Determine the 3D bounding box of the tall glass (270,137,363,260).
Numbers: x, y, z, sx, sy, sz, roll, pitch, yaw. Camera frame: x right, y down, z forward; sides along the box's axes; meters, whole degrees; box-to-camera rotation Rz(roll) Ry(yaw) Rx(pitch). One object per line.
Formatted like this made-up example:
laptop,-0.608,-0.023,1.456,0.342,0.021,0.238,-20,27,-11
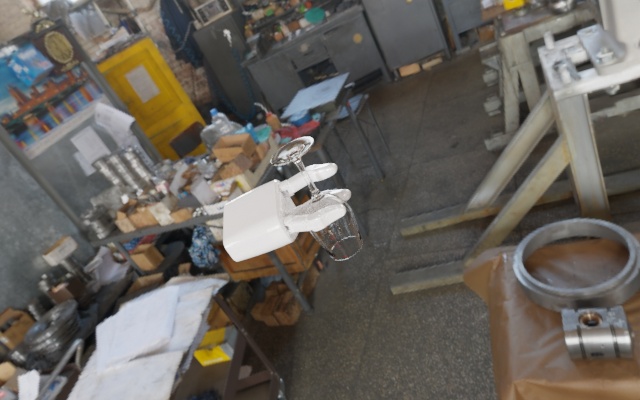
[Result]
tall glass,0.000,0.002,0.761,0.079,0.201,0.079,-23,27,13
